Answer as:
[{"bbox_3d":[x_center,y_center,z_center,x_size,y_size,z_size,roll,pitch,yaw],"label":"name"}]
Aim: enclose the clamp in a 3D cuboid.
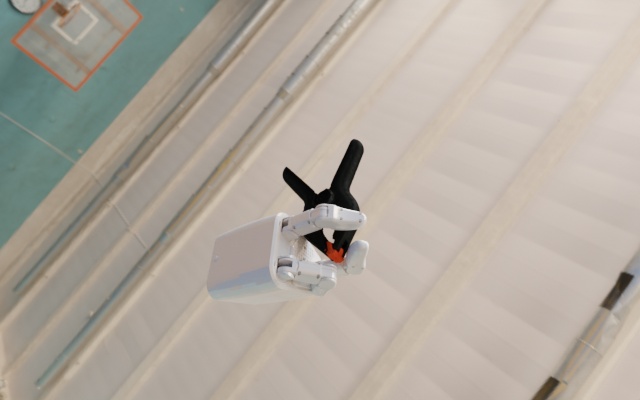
[{"bbox_3d":[0.001,0.002,0.618,0.120,0.171,0.039,-17,-40,28],"label":"clamp"}]
